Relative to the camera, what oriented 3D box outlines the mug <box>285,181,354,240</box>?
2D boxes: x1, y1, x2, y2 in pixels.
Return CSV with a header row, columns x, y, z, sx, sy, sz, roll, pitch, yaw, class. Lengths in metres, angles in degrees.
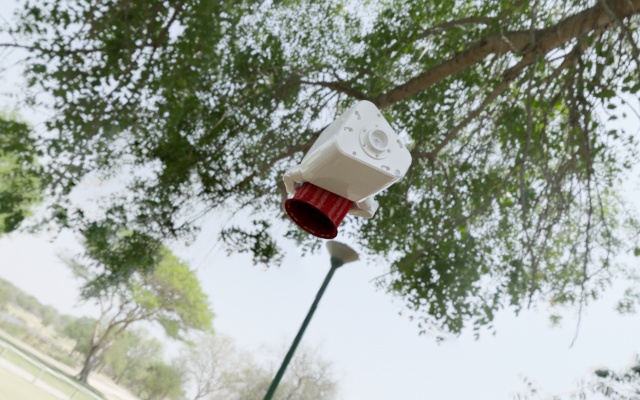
x,y,z,sx,sy,sz,roll,pitch,yaw,class
0.000,0.003,0.740,0.093,0.081,0.117,41,-28,-11,mug
